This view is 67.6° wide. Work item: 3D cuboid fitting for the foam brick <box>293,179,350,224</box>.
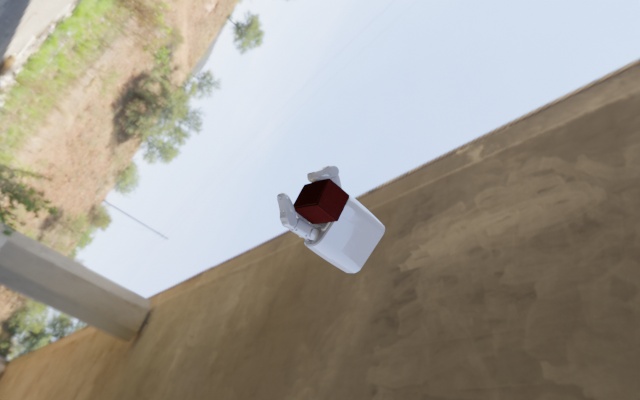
[{"bbox_3d":[0.000,0.003,0.800,0.051,0.053,0.078,39,-26,-25],"label":"foam brick"}]
